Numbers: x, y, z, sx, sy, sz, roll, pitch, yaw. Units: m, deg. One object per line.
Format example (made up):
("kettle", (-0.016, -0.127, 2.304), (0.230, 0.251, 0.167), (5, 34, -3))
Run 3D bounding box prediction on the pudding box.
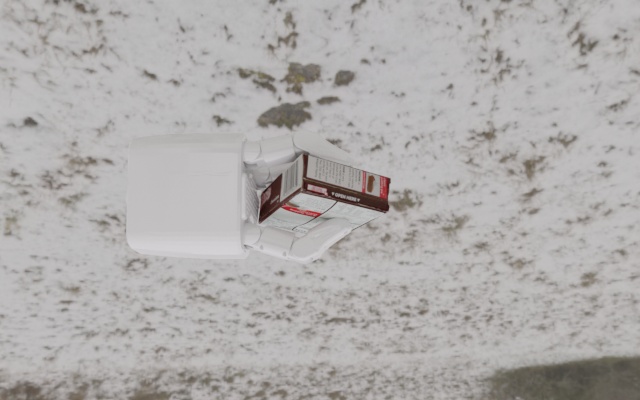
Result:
("pudding box", (0.000, 0.002, 0.459), (0.090, 0.039, 0.113), (13, -21, -22))
